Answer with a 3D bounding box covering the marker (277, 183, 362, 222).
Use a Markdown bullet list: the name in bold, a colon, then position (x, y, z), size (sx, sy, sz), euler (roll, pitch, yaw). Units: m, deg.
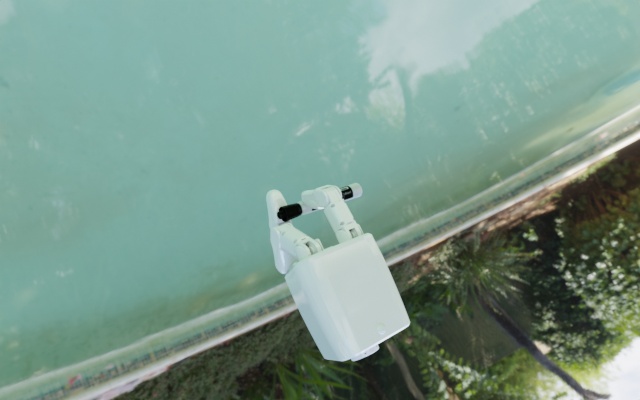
- **marker**: position (0.000, 0.002, 0.585), size (0.121, 0.020, 0.020), euler (-18, 10, -33)
